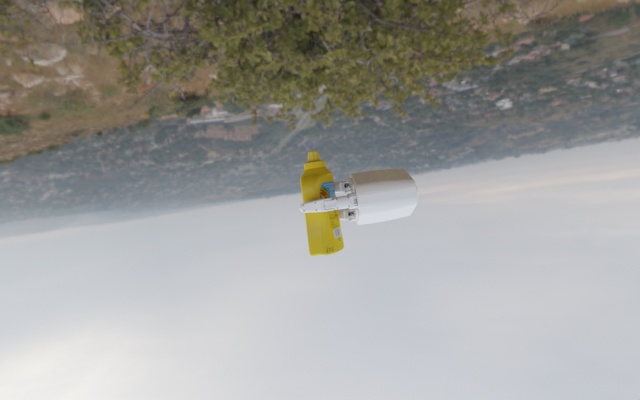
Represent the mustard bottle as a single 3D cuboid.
[{"bbox_3d":[0.000,0.003,0.891,0.058,0.191,0.096,-7,2,24],"label":"mustard bottle"}]
